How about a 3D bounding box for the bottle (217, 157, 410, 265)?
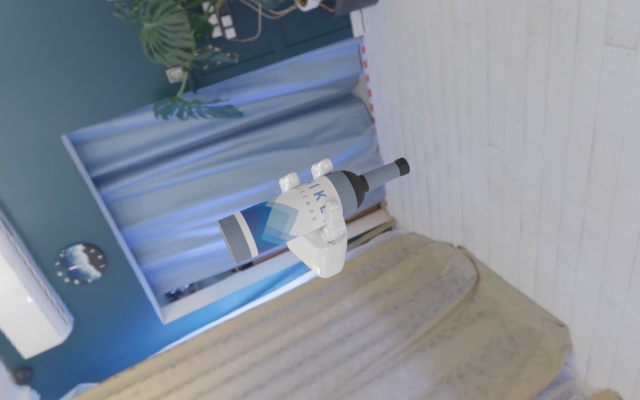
[{"bbox_3d":[0.000,0.002,0.698,0.295,0.069,0.069,-23,6,-15],"label":"bottle"}]
